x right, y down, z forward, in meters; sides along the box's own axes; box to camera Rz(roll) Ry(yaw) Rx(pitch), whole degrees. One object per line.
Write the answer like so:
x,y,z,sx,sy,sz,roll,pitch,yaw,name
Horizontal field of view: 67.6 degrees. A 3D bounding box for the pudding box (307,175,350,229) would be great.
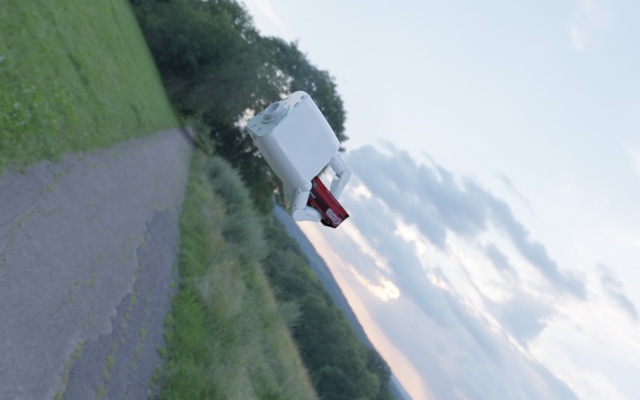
0.000,0.003,0.829,0.039,0.090,0.113,-39,6,-6,pudding box
